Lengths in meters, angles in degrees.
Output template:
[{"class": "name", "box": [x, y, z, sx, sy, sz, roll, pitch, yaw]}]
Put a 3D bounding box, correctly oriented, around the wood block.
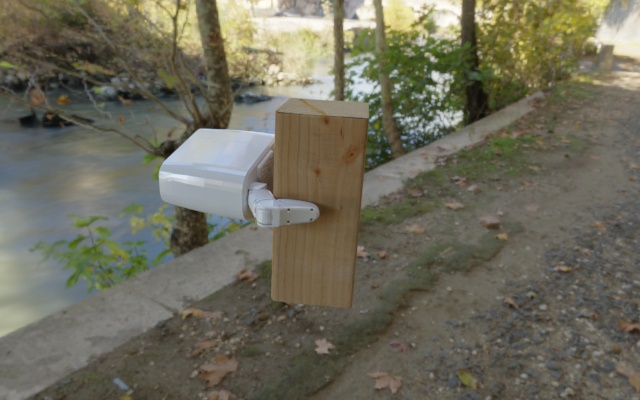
[{"class": "wood block", "box": [0.000, 0.002, 0.518, 0.090, 0.206, 0.090, 5, 21, 5]}]
